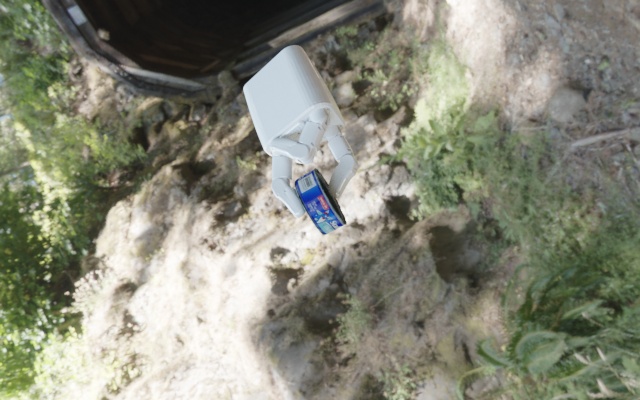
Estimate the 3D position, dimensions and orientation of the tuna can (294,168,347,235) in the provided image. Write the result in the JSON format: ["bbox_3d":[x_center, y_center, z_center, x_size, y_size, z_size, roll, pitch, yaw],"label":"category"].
[{"bbox_3d":[0.000,0.002,0.635,0.034,0.086,0.086,-29,-4,8],"label":"tuna can"}]
